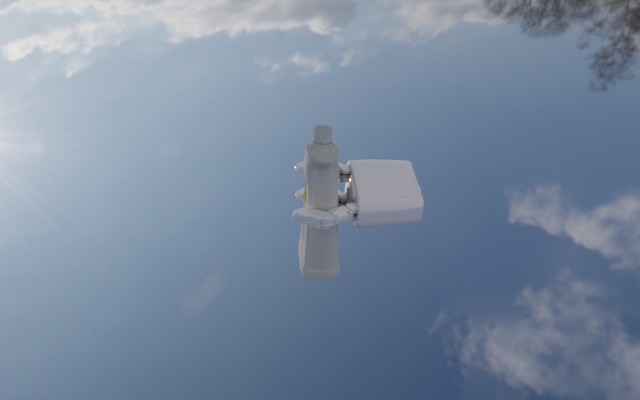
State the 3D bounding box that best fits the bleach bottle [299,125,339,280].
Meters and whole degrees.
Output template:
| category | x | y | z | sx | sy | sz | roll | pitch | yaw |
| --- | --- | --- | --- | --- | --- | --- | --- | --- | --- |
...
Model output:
| category | x | y | z | sx | sy | sz | roll | pitch | yaw |
| --- | --- | --- | --- | --- | --- | --- | --- | --- | --- |
| bleach bottle | 0.000 | 0.003 | 0.769 | 0.068 | 0.251 | 0.102 | -2 | 34 | -7 |
